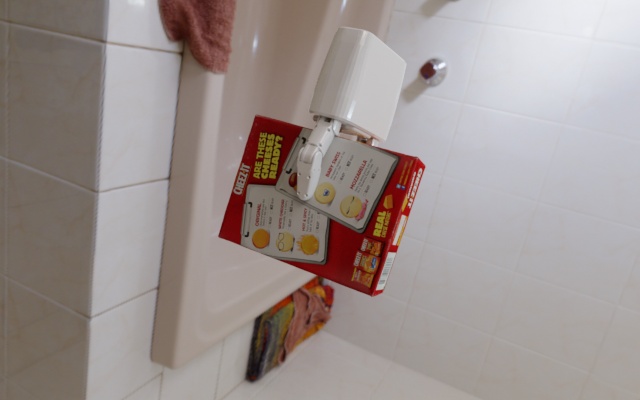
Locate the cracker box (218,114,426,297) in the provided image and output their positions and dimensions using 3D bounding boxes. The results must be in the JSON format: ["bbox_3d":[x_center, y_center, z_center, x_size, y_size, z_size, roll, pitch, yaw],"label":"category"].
[{"bbox_3d":[0.000,0.002,0.587,0.213,0.164,0.072,18,1,22],"label":"cracker box"}]
